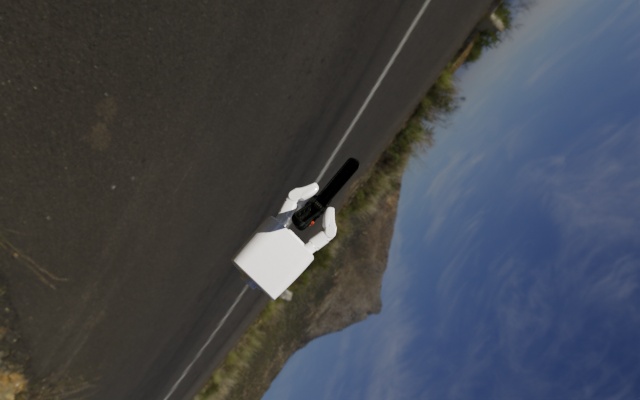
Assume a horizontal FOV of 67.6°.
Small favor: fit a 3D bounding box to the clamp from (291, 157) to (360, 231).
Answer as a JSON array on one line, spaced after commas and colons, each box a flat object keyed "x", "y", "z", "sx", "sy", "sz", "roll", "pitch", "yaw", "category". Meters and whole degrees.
[{"x": 0.000, "y": 0.004, "z": 0.899, "sx": 0.164, "sy": 0.036, "sz": 0.210, "roll": -45, "pitch": -4, "yaw": -15, "category": "clamp"}]
